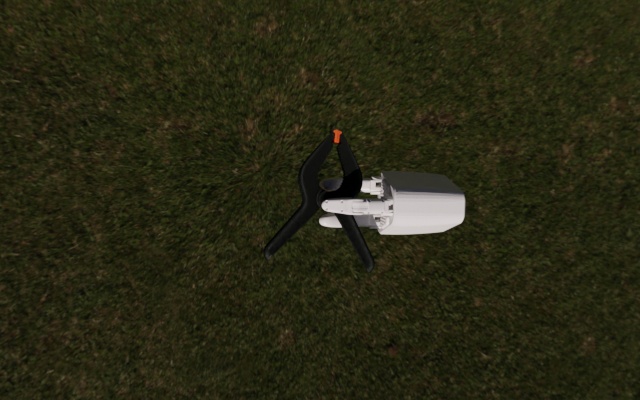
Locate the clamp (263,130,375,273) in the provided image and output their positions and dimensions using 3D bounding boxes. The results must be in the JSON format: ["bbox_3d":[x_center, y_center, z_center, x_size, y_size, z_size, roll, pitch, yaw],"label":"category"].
[{"bbox_3d":[0.000,0.002,0.697,0.164,0.210,0.036,1,4,-6],"label":"clamp"}]
